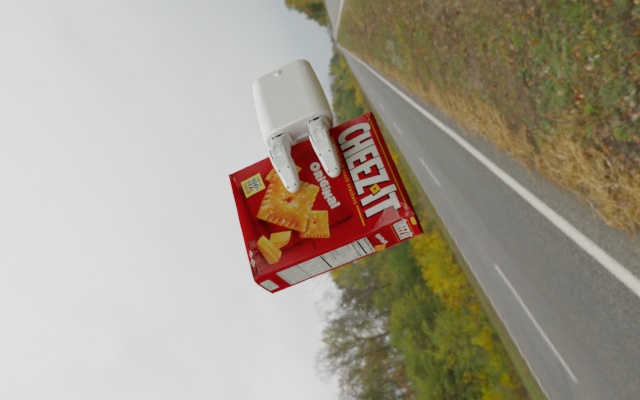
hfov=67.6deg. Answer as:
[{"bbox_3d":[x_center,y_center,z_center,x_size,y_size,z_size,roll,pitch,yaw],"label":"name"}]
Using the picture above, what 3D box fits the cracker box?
[{"bbox_3d":[0.000,0.002,0.618,0.214,0.164,0.072,-23,-30,10],"label":"cracker box"}]
